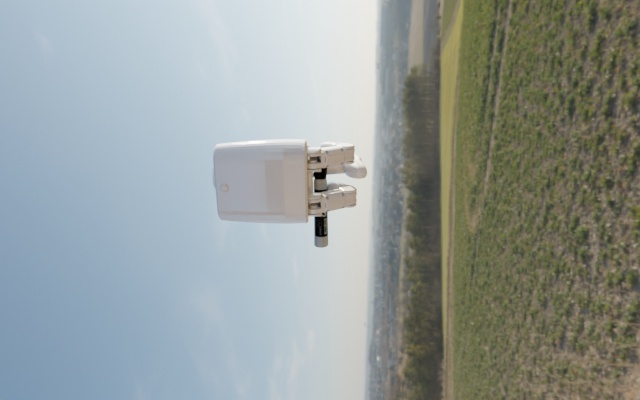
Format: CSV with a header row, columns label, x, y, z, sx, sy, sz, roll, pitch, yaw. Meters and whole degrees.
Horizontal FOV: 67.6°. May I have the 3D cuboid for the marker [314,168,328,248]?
label,x,y,z,sx,sy,sz,roll,pitch,yaw
marker,0.000,0.002,0.614,0.020,0.121,0.020,-1,19,0
